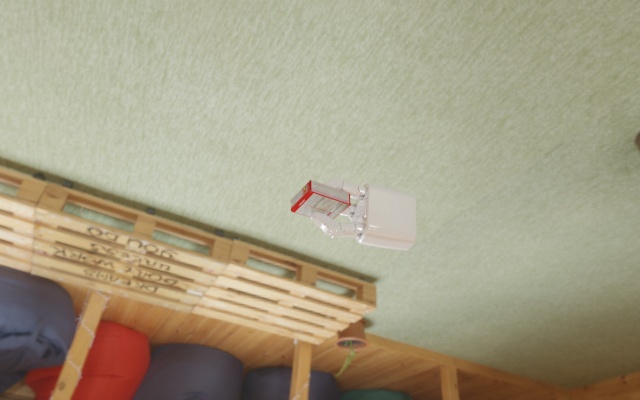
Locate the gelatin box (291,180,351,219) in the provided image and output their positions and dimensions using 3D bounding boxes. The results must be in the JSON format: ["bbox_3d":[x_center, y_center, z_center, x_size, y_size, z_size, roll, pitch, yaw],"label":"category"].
[{"bbox_3d":[0.000,0.003,0.879,0.089,0.030,0.073,17,-39,-27],"label":"gelatin box"}]
